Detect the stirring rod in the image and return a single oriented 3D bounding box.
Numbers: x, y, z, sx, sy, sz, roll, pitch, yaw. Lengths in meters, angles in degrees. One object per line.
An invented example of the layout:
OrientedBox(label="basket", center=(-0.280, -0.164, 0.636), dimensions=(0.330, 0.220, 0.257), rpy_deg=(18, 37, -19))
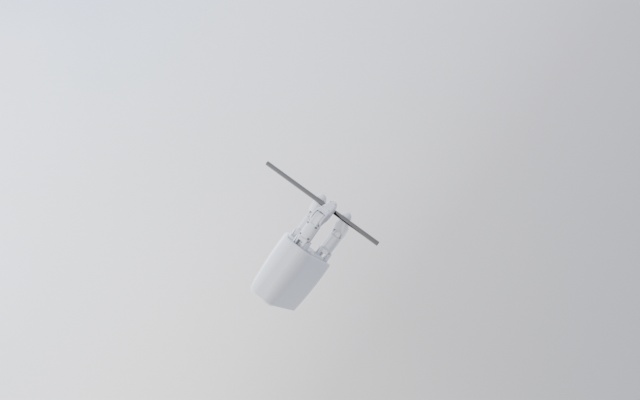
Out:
OrientedBox(label="stirring rod", center=(0.000, 0.003, 0.813), dimensions=(0.239, 0.011, 0.011), rpy_deg=(36, 10, 14))
